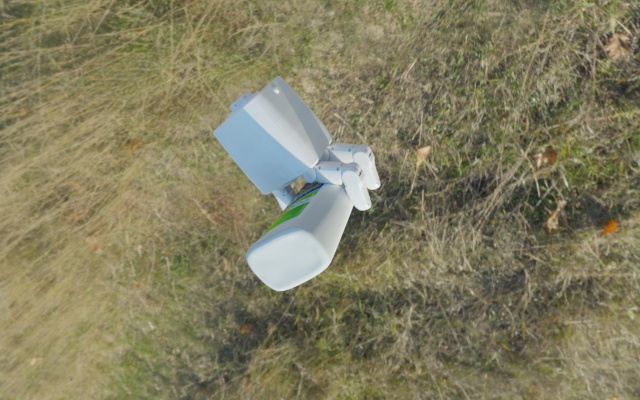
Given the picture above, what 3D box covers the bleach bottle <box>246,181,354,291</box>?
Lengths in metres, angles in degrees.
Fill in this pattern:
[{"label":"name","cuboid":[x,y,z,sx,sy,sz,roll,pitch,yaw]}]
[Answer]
[{"label":"bleach bottle","cuboid":[0.000,0.002,0.618,0.102,0.068,0.250,-31,17,32]}]
